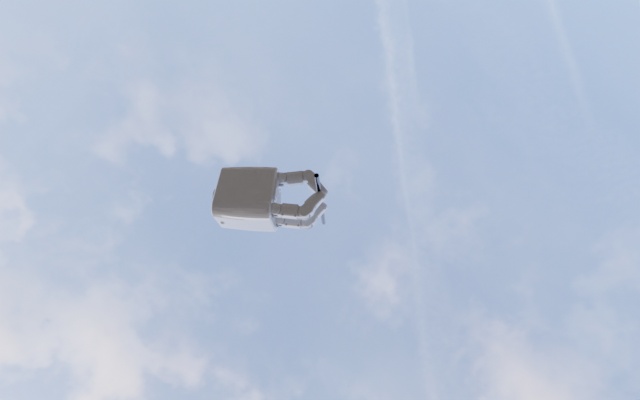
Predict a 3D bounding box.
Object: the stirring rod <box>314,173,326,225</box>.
[{"bbox_3d":[0.000,0.003,0.885,0.011,0.011,0.240,0,-21,3],"label":"stirring rod"}]
